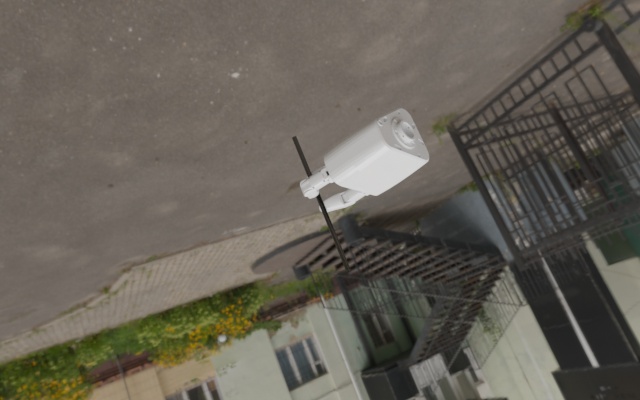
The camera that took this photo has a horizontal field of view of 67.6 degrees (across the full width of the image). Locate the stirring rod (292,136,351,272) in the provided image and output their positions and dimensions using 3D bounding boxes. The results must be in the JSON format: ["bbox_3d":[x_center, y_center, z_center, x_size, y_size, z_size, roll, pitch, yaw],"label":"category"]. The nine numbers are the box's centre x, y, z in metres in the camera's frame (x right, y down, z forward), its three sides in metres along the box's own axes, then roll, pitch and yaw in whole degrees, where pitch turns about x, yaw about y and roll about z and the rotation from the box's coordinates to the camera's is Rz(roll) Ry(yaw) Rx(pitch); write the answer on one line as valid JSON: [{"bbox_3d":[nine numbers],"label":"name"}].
[{"bbox_3d":[0.000,0.002,0.772,0.011,0.239,0.011,-21,-13,-5],"label":"stirring rod"}]
